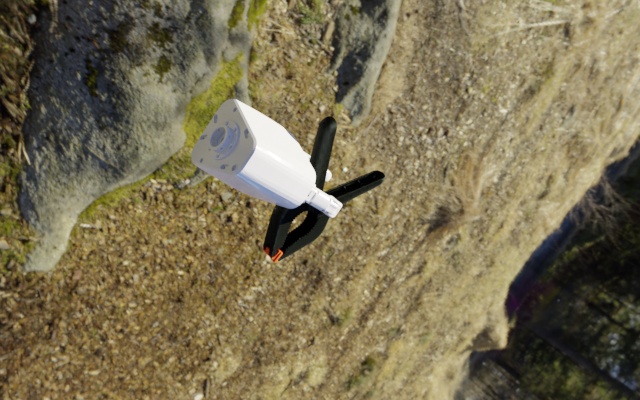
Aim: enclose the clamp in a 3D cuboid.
[{"bbox_3d":[0.000,0.003,0.683,0.165,0.210,0.036,29,8,-46],"label":"clamp"}]
